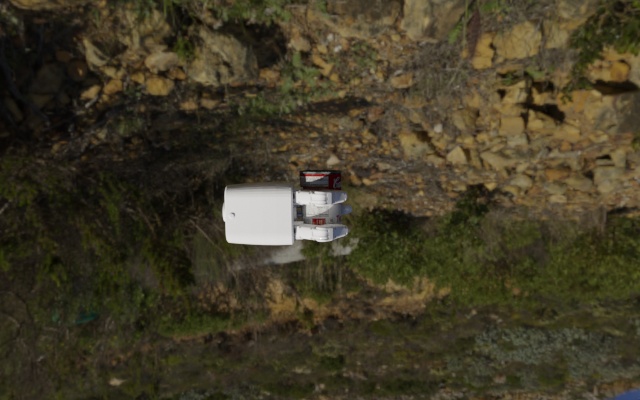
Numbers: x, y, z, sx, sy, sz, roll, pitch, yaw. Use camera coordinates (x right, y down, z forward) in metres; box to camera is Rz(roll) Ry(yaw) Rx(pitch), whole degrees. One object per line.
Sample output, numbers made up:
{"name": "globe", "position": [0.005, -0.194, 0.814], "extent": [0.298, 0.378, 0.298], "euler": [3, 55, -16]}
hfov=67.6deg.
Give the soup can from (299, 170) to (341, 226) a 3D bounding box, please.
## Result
{"name": "soup can", "position": [0.001, 0.003, 0.775], "extent": [0.068, 0.102, 0.068], "euler": [-1, 6, 0]}
